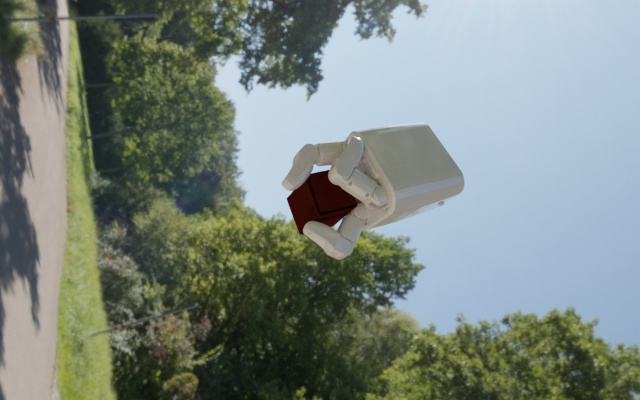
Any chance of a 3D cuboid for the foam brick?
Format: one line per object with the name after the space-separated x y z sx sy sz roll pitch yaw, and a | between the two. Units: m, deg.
0.000 0.002 0.576 0.051 0.053 0.078 -14 -14 -25 | foam brick
